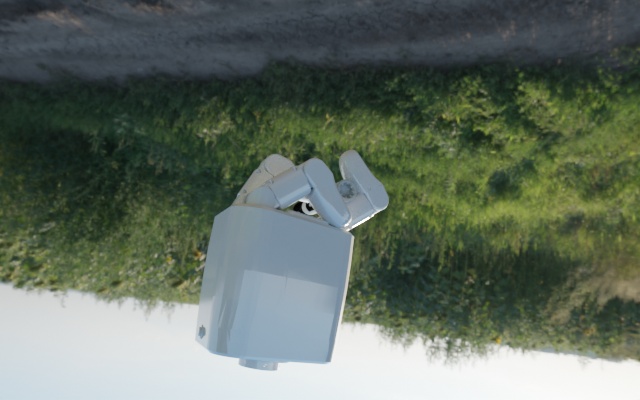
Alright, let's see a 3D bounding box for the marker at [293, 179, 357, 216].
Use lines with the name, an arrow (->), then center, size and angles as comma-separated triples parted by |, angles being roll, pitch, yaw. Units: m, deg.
marker -> 0.000, 0.001, 0.451 | 0.020, 0.020, 0.121 | 0, -10, -22
